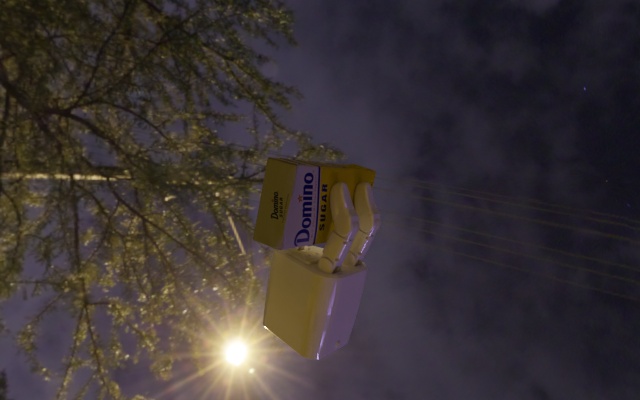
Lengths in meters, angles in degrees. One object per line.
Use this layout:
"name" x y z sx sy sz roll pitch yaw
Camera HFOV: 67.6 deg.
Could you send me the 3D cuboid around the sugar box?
"sugar box" 0.001 0.002 0.560 0.048 0.093 0.176 16 11 29
